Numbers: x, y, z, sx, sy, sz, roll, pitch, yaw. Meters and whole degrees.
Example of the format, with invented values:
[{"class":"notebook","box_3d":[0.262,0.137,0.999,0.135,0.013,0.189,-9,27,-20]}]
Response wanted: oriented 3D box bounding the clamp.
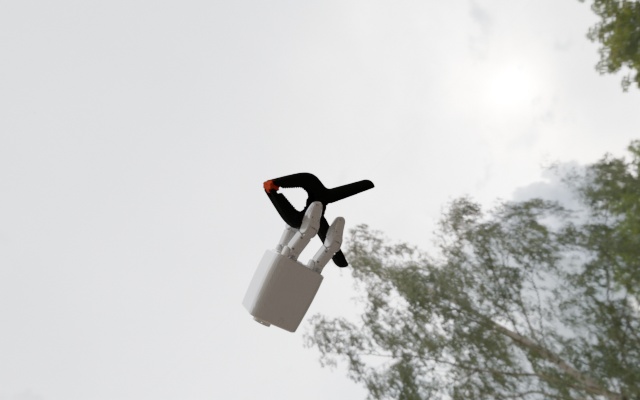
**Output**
[{"class":"clamp","box_3d":[-0.001,0.003,0.807,0.210,0.164,0.036,32,-14,-31]}]
